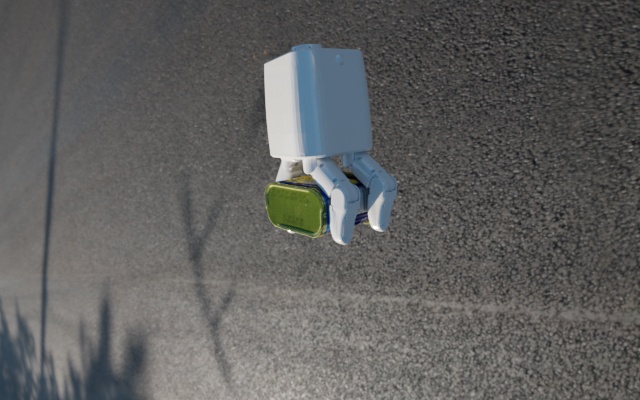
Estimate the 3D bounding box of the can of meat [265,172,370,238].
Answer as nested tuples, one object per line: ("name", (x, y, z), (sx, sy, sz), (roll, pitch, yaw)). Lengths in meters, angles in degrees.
("can of meat", (0.000, 0.002, 0.530), (0.084, 0.057, 0.102), (-13, 16, -41))
